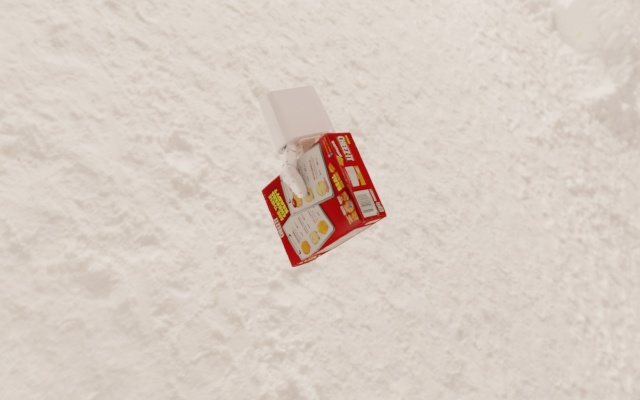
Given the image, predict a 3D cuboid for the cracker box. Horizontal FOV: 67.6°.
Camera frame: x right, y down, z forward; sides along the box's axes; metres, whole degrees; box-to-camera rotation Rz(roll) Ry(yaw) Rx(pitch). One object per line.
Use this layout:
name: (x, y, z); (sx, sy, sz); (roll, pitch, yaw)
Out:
cracker box: (0.000, 0.003, 0.852); (0.072, 0.164, 0.214); (-10, -19, -43)
